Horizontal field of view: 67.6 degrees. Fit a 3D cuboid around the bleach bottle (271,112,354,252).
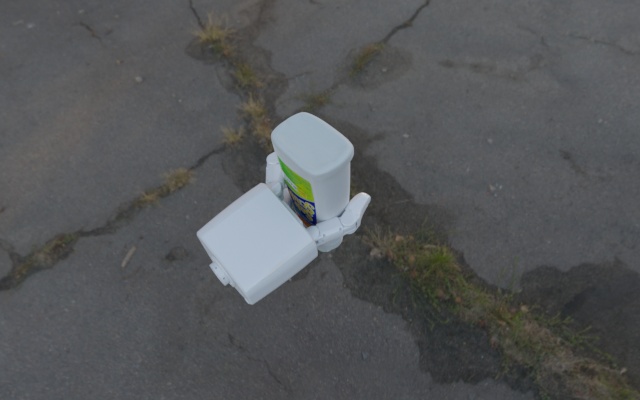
[{"bbox_3d":[0.000,0.002,0.645,0.068,0.102,0.251,-37,-31,-18],"label":"bleach bottle"}]
